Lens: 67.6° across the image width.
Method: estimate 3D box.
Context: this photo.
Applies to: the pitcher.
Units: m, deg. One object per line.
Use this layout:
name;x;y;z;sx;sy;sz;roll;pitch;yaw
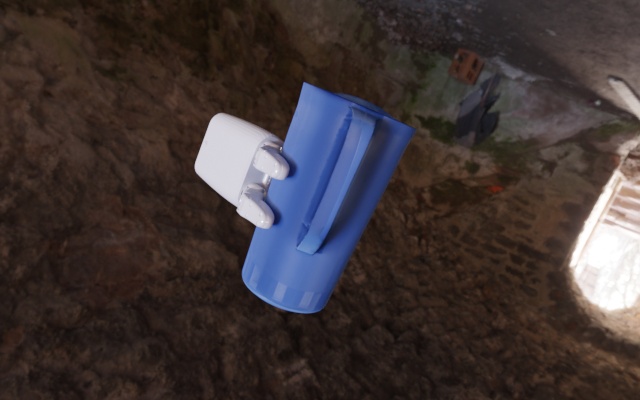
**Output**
pitcher;0.000;0.002;0.533;0.145;0.243;0.149;31;14;37
